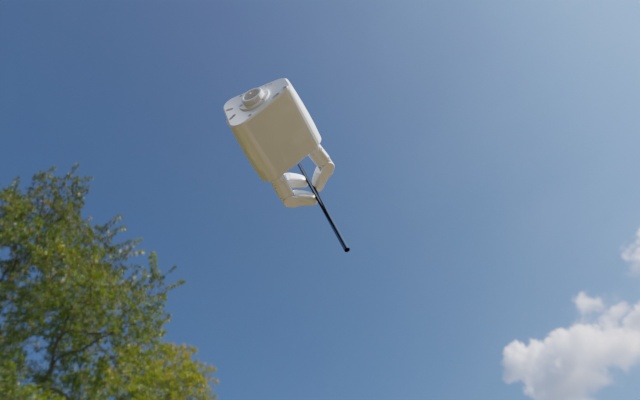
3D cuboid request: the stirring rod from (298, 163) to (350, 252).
[{"bbox_3d":[0.000,0.002,0.751,0.011,0.011,0.239,0,33,-21],"label":"stirring rod"}]
